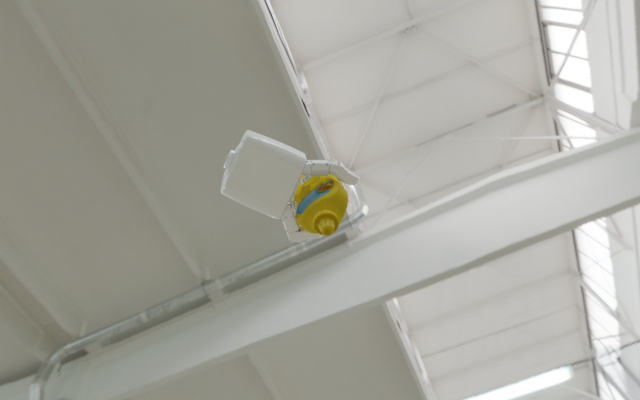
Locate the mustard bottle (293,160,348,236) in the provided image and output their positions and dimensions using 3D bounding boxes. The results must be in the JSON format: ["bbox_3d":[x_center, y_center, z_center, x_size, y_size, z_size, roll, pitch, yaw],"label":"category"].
[{"bbox_3d":[0.000,0.003,0.806,0.096,0.058,0.191,-37,25,11],"label":"mustard bottle"}]
